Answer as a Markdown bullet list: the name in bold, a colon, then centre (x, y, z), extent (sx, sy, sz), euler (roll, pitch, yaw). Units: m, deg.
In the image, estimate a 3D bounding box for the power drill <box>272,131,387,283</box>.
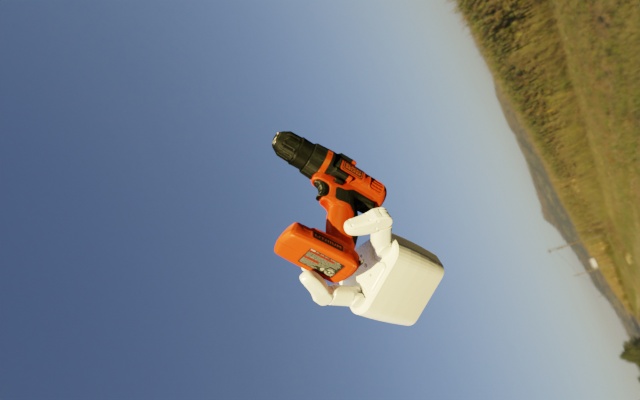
- **power drill**: centre (0.000, 0.003, 0.639), extent (0.184, 0.187, 0.057), euler (28, -44, -12)
